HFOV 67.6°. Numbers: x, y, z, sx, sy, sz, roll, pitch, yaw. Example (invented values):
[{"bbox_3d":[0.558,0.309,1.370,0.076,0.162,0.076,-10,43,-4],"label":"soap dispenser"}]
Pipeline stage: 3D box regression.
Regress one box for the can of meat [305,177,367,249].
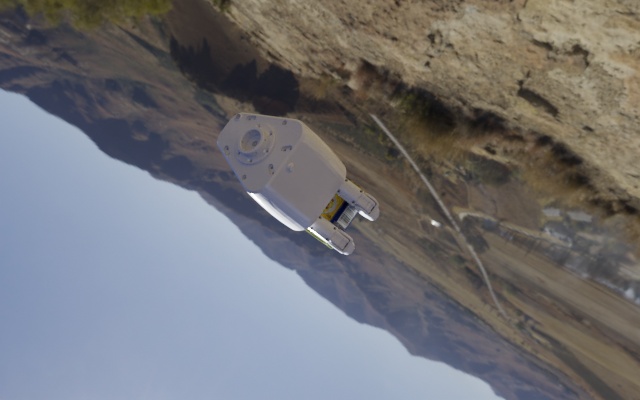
[{"bbox_3d":[0.000,0.002,0.627,0.102,0.084,0.057,33,-5,30],"label":"can of meat"}]
